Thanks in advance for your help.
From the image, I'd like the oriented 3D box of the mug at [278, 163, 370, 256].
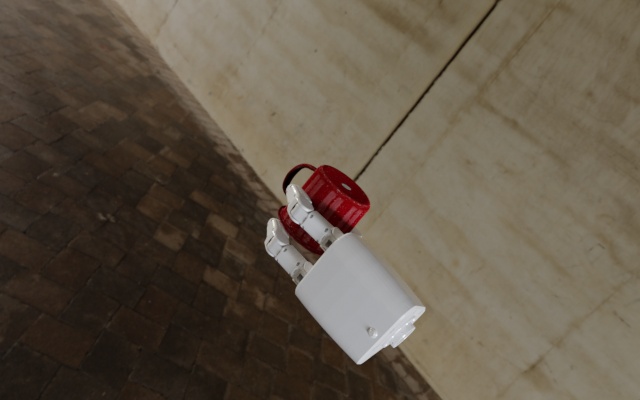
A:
[{"bbox_3d":[-0.001,0.001,0.599,0.117,0.081,0.093,47,20,21],"label":"mug"}]
